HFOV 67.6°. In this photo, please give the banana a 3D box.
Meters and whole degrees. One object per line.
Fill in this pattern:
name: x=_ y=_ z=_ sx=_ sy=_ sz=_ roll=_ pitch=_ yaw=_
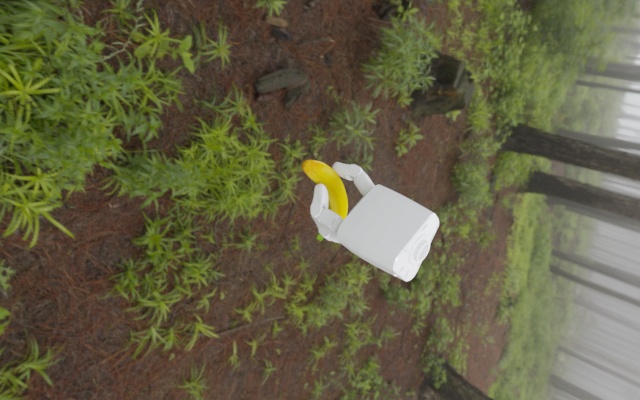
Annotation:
banana: x=0.014 y=-0.006 z=0.821 sx=0.069 sy=0.198 sz=0.037 roll=-38 pitch=51 yaw=-24
